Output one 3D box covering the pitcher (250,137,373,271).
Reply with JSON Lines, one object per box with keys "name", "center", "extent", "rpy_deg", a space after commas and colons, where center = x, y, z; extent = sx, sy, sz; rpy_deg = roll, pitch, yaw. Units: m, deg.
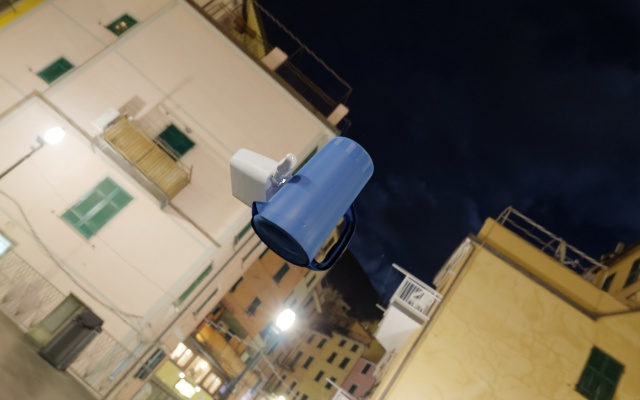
{"name": "pitcher", "center": [0.000, 0.003, 0.895], "extent": [0.145, 0.242, 0.149], "rpy_deg": [27, -28, 27]}
